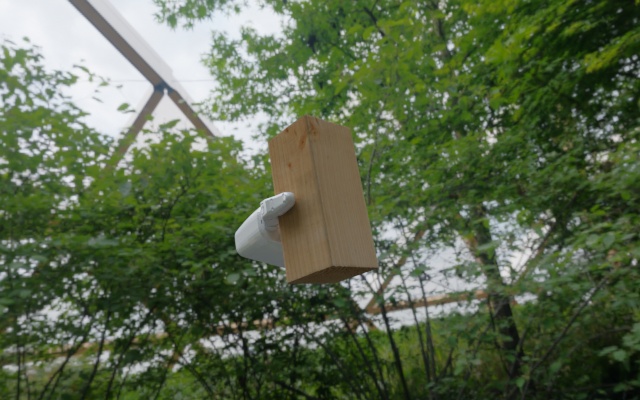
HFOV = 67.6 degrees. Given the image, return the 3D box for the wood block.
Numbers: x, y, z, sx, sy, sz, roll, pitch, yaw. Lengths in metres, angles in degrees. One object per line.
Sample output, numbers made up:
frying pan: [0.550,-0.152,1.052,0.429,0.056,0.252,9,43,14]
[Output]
wood block: [0.000,0.002,0.650,0.091,0.206,0.090,8,-26,-42]
